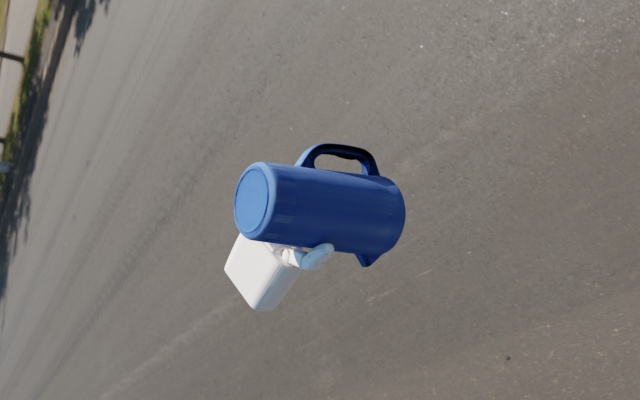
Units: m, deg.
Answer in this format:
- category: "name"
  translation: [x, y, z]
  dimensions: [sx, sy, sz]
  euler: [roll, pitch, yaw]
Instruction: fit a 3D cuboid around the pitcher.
- category: "pitcher"
  translation: [0.000, 0.003, 0.714]
  dimensions: [0.243, 0.145, 0.149]
  euler: [8, 37, -38]
